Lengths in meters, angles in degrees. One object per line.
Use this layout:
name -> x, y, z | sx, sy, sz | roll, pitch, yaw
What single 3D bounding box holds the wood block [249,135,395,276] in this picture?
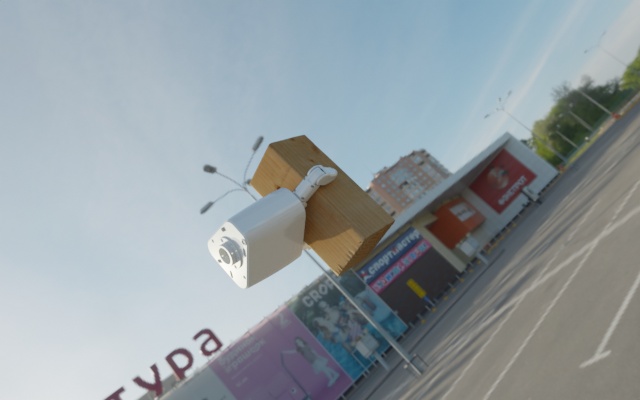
wood block -> 0.000, 0.002, 0.740 | 0.206, 0.091, 0.090 | 45, 37, 17
